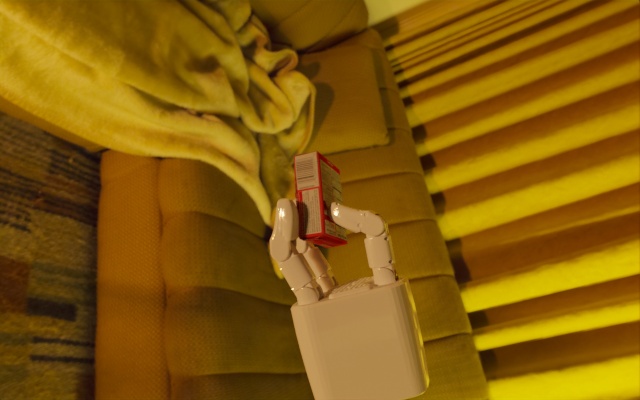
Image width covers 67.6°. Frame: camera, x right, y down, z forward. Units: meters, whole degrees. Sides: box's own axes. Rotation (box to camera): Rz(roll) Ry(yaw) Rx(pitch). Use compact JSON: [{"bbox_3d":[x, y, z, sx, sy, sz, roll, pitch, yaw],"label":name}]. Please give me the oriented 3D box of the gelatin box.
[{"bbox_3d":[0.000,0.001,0.502,0.030,0.089,0.073,-9,-14,19],"label":"gelatin box"}]
